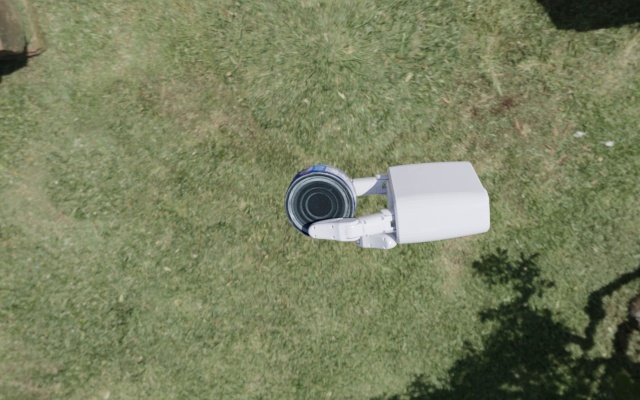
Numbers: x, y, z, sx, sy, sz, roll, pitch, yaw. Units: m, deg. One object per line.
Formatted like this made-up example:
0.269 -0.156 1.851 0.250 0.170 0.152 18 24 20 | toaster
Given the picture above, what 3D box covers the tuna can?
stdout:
0.000 0.002 0.574 0.086 0.086 0.033 0 18 7 | tuna can
